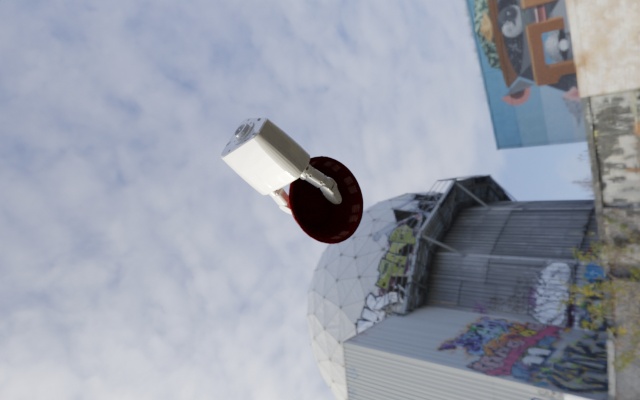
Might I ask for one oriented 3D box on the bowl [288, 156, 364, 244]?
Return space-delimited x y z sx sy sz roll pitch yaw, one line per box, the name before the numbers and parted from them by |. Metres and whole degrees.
bowl | 0.001 0.004 0.880 0.162 0.162 0.055 0 -11 -33
